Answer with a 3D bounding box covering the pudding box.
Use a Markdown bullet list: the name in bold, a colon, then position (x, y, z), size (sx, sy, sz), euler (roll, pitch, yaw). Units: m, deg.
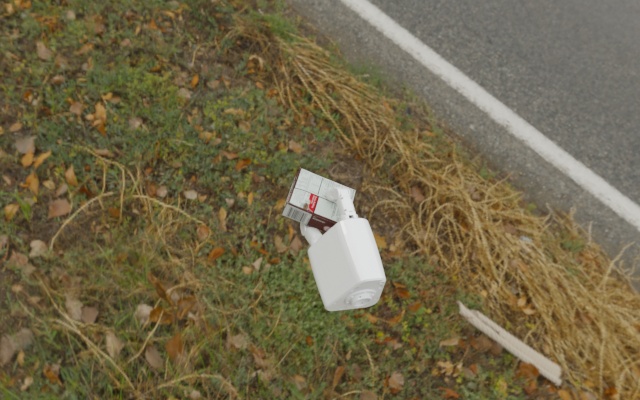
- **pudding box**: position (0.000, 0.003, 0.825), size (0.113, 0.090, 0.039), euler (23, -42, -7)
